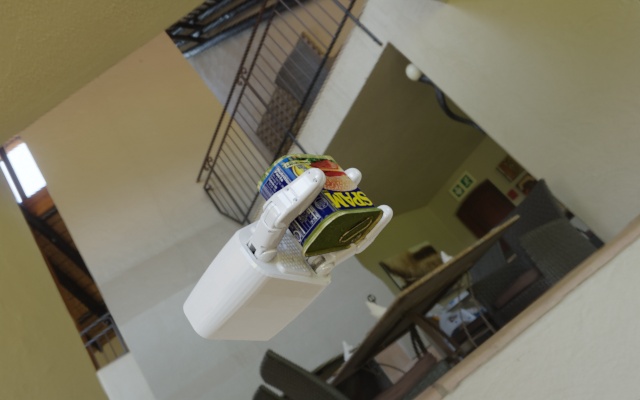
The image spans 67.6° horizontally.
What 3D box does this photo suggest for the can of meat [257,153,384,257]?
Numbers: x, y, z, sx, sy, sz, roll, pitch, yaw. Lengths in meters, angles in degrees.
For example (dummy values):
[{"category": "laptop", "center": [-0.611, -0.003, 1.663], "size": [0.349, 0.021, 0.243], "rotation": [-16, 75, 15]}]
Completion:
[{"category": "can of meat", "center": [0.000, 0.001, 0.464], "size": [0.084, 0.057, 0.102], "rotation": [50, 27, 23]}]
